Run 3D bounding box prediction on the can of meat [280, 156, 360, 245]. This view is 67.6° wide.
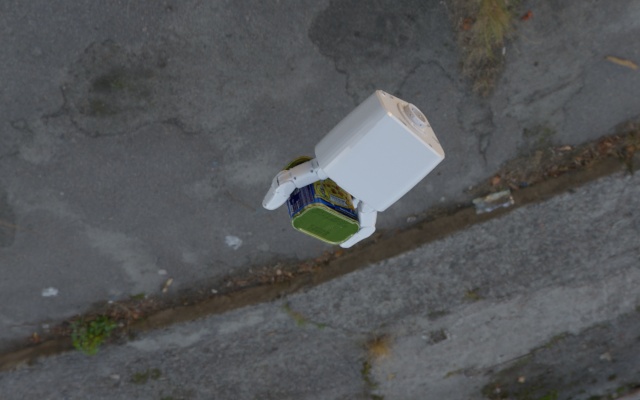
[{"bbox_3d":[0.000,0.002,0.627,0.102,0.084,0.057,26,-54,-39],"label":"can of meat"}]
